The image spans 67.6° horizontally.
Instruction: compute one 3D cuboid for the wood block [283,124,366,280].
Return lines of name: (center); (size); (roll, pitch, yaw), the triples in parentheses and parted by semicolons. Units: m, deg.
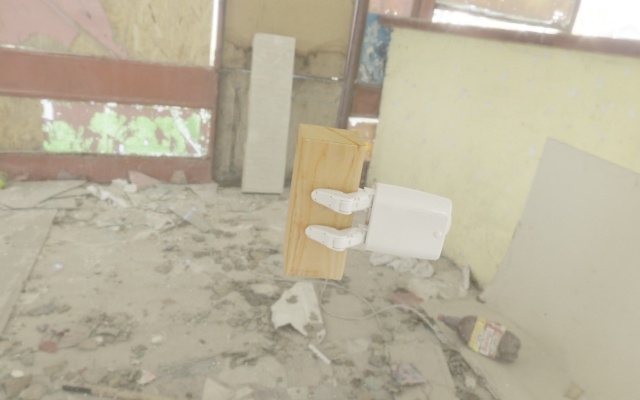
wood block: (0.001, 0.002, 0.704); (0.090, 0.206, 0.090); (6, 21, -7)
